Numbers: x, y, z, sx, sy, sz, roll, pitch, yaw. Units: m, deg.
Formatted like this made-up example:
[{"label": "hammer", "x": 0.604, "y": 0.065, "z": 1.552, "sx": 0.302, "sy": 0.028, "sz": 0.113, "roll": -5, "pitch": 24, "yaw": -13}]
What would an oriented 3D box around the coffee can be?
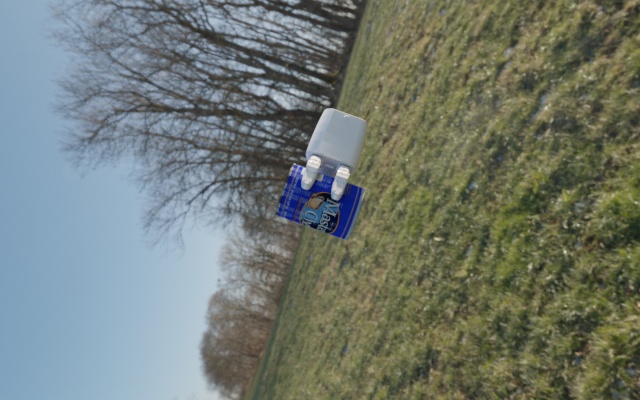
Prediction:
[{"label": "coffee can", "x": 0.000, "y": 0.003, "z": 0.877, "sx": 0.140, "sy": 0.103, "sz": 0.103, "roll": 19, "pitch": 0, "yaw": -1}]
